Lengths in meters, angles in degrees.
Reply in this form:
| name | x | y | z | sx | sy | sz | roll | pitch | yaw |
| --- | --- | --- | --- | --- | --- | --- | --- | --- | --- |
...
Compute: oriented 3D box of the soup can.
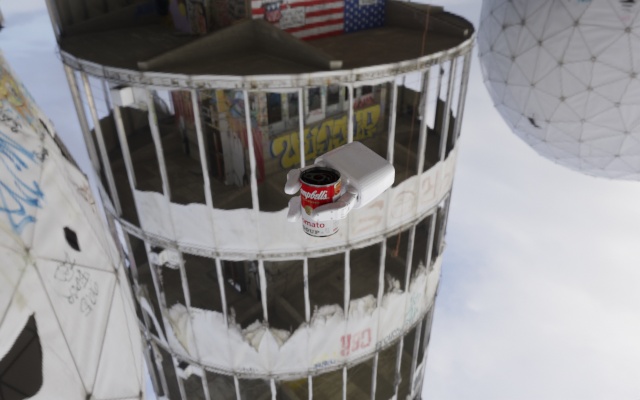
| name | x | y | z | sx | sy | sz | roll | pitch | yaw |
| --- | --- | --- | --- | --- | --- | --- | --- | --- | --- |
| soup can | 0.000 | 0.003 | 0.808 | 0.068 | 0.102 | 0.068 | 0 | 31 | 0 |
